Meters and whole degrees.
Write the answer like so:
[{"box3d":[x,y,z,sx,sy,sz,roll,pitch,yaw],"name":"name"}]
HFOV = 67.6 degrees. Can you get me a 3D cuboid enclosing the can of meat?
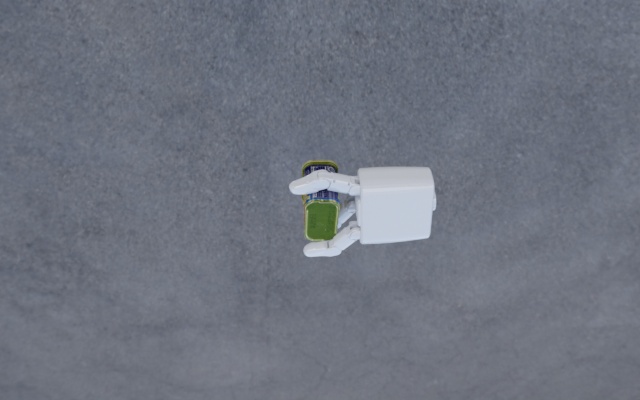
[{"box3d":[0.000,0.003,0.740,0.057,0.083,0.102,-1,-41,-3],"name":"can of meat"}]
